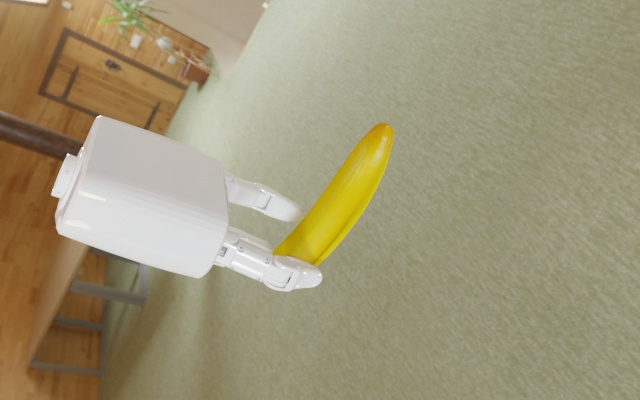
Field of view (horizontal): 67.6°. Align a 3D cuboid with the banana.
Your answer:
[{"bbox_3d":[0.000,0.016,0.424,0.037,0.069,0.198,24,-54,-27],"label":"banana"}]
